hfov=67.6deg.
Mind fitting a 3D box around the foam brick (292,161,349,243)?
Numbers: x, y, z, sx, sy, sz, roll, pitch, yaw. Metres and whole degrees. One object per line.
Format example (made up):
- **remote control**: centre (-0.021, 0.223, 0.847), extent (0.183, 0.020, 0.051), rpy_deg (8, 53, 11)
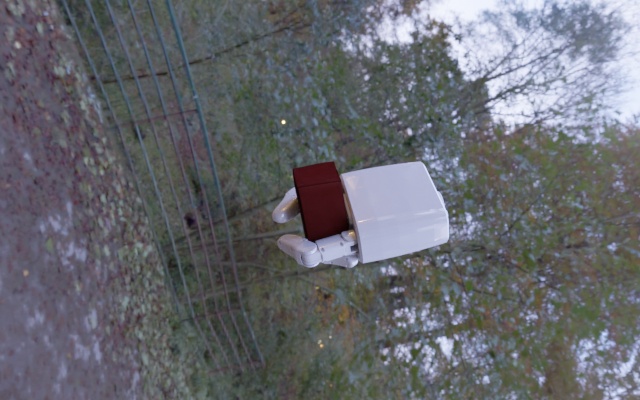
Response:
- **foam brick**: centre (0.000, 0.002, 0.554), extent (0.051, 0.078, 0.053), rpy_deg (-11, 31, -2)
